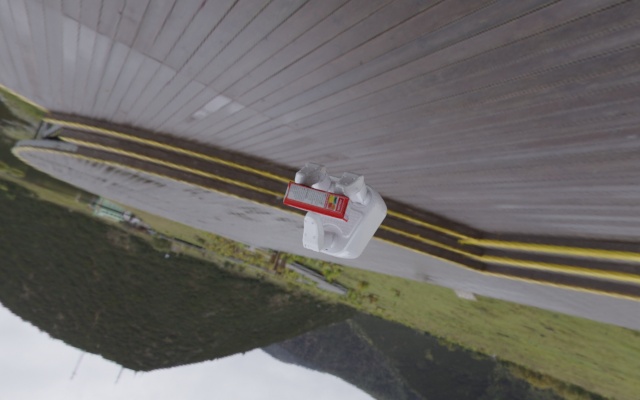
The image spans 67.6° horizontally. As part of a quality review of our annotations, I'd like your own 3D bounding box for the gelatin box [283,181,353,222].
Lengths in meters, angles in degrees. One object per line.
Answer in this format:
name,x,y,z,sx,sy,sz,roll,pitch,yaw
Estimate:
gelatin box,0.000,0.002,0.587,0.073,0.030,0.089,16,-2,8
